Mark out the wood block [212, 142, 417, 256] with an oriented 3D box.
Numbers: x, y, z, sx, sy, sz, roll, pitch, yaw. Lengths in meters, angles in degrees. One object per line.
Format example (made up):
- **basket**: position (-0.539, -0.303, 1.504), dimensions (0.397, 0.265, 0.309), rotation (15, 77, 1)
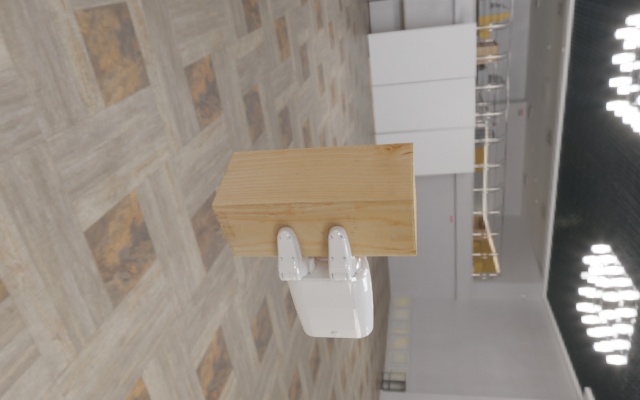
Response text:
- **wood block**: position (0.000, 0.002, 0.530), dimensions (0.206, 0.090, 0.090), rotation (-2, 44, 12)
